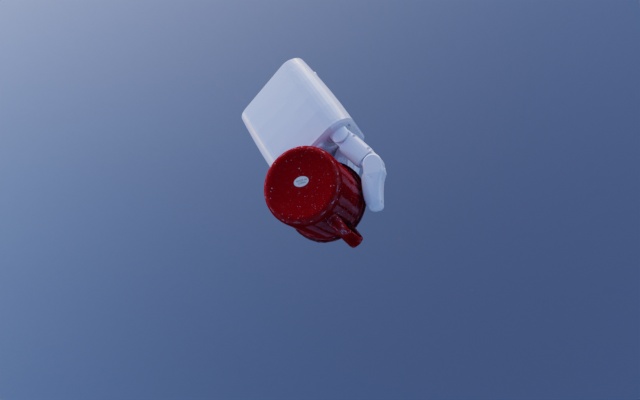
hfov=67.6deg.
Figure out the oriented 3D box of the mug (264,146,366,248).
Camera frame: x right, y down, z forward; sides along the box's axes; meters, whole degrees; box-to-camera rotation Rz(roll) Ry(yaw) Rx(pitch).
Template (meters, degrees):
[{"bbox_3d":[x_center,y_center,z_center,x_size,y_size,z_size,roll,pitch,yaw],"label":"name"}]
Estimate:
[{"bbox_3d":[0.001,0.003,0.488,0.093,0.117,0.081,-40,-21,7],"label":"mug"}]
